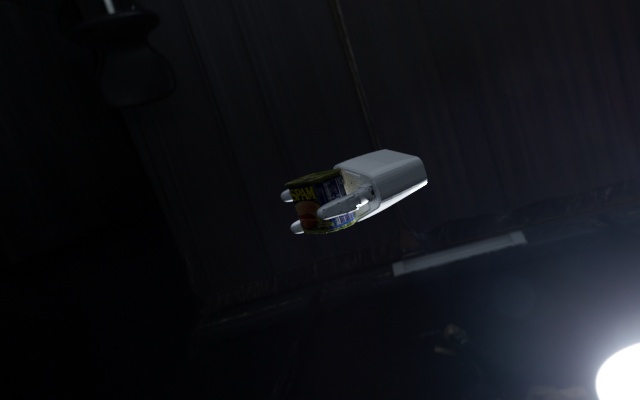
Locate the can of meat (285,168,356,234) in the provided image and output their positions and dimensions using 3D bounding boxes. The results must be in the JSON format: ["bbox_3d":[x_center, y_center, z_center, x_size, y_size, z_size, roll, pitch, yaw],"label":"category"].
[{"bbox_3d":[0.000,0.003,0.725,0.057,0.084,0.102,-24,9,-31],"label":"can of meat"}]
